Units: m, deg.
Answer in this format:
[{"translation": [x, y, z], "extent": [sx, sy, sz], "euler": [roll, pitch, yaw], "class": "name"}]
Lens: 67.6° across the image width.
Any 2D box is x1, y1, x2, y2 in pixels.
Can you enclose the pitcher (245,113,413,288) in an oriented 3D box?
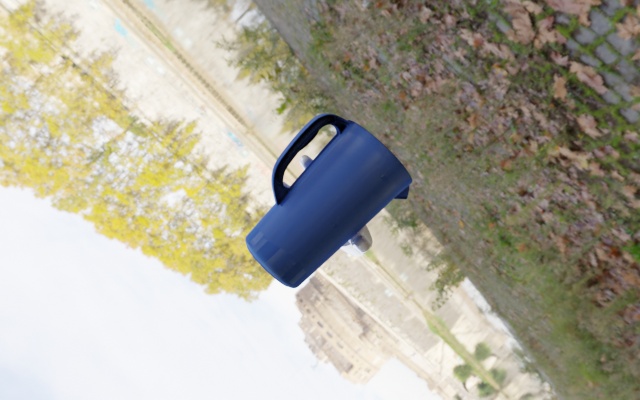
[{"translation": [0.000, 0.002, 0.702], "extent": [0.149, 0.243, 0.145], "euler": [44, -1, 24], "class": "pitcher"}]
